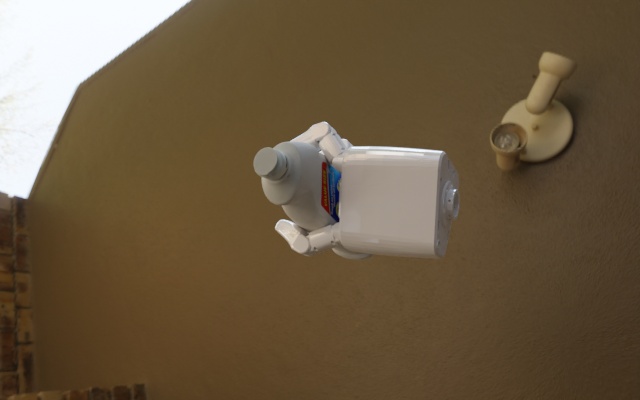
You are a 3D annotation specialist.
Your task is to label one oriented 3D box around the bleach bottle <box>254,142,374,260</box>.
[{"bbox_3d":[0.000,0.002,0.573,0.068,0.102,0.251,4,-13,28],"label":"bleach bottle"}]
